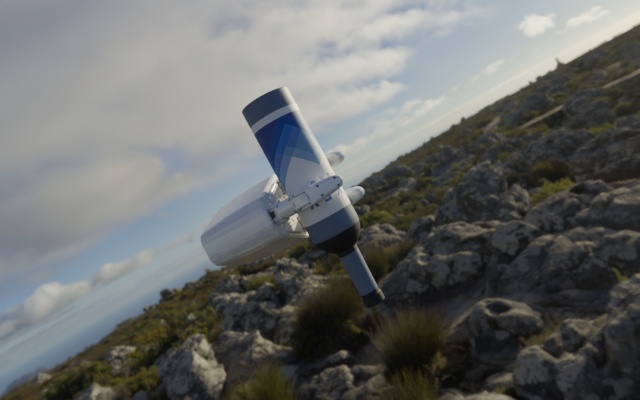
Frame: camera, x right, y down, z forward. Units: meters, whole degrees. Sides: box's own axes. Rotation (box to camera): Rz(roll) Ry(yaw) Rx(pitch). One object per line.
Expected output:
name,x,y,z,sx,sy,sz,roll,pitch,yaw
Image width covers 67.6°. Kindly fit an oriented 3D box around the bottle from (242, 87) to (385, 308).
bottle,0.000,0.002,0.608,0.069,0.296,0.069,-29,2,1
